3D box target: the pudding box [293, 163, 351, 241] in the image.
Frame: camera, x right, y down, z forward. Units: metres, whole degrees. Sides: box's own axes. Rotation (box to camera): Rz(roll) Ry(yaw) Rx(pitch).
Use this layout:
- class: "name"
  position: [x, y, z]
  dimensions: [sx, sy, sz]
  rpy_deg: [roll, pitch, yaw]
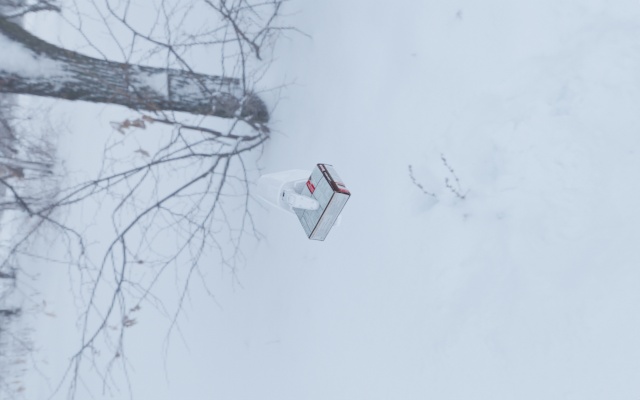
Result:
- class: "pudding box"
  position: [0.000, 0.003, 0.862]
  dimensions: [0.039, 0.113, 0.090]
  rpy_deg: [7, 35, -33]
